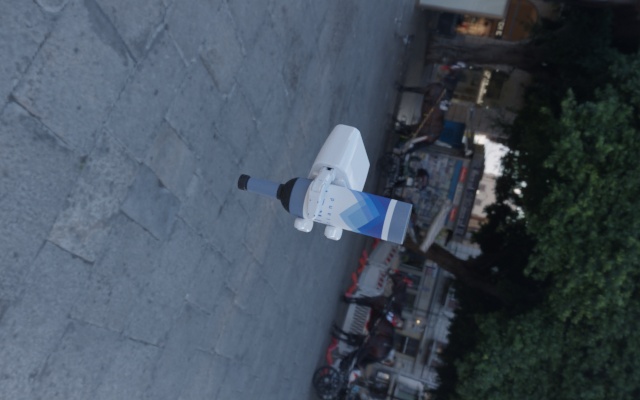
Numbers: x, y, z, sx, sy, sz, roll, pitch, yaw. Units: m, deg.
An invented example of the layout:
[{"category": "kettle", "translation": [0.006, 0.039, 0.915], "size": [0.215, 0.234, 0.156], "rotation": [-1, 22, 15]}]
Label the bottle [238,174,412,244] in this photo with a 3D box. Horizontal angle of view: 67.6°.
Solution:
[{"category": "bottle", "translation": [0.000, 0.003, 0.797], "size": [0.295, 0.069, 0.069], "rotation": [14, 3, 13]}]
